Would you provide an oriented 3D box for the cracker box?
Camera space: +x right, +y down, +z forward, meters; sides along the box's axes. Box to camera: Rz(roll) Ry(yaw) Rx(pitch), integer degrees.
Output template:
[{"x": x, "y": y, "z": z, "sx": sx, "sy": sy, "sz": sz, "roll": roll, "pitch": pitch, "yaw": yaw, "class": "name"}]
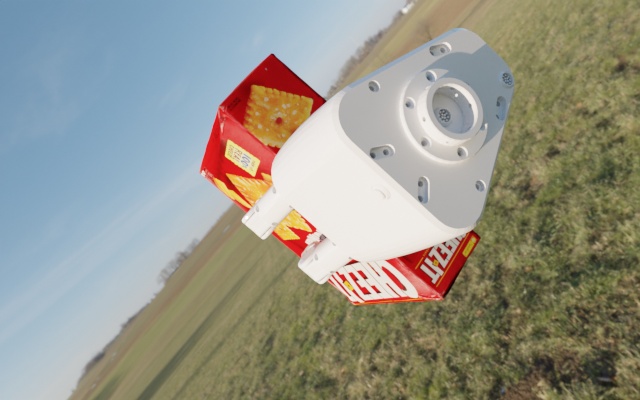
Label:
[{"x": 0.000, "y": 0.001, "z": 0.417, "sx": 0.214, "sy": 0.072, "sz": 0.164, "roll": 41, "pitch": -22, "yaw": -7, "class": "cracker box"}]
